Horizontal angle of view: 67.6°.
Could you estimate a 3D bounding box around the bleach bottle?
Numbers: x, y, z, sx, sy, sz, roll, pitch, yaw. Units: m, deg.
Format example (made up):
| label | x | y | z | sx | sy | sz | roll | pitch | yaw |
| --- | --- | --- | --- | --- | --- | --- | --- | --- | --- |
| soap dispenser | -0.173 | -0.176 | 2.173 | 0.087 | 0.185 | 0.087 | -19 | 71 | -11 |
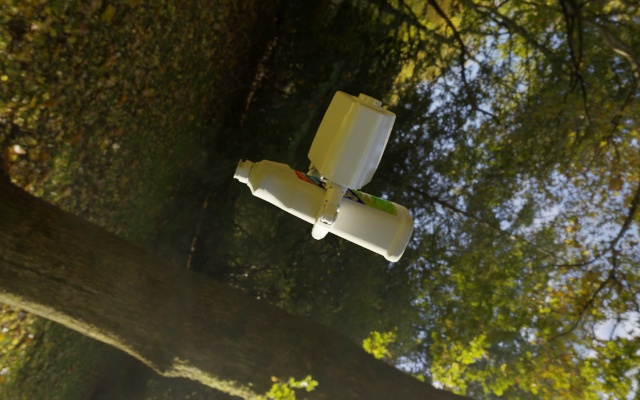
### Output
| label | x | y | z | sx | sy | sz | roll | pitch | yaw |
| --- | --- | --- | --- | --- | --- | --- | --- | --- | --- |
| bleach bottle | 0.000 | 0.002 | 0.673 | 0.251 | 0.068 | 0.102 | 21 | 16 | -5 |
